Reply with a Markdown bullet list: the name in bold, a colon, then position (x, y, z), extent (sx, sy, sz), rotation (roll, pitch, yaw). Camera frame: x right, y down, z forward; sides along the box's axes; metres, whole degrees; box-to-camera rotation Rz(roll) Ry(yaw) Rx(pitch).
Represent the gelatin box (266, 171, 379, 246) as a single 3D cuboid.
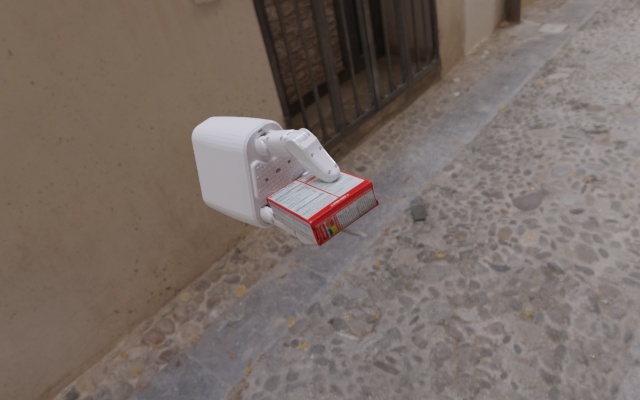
- **gelatin box**: position (0.000, 0.001, 0.463), extent (0.073, 0.030, 0.089), rotation (-33, 30, -22)
